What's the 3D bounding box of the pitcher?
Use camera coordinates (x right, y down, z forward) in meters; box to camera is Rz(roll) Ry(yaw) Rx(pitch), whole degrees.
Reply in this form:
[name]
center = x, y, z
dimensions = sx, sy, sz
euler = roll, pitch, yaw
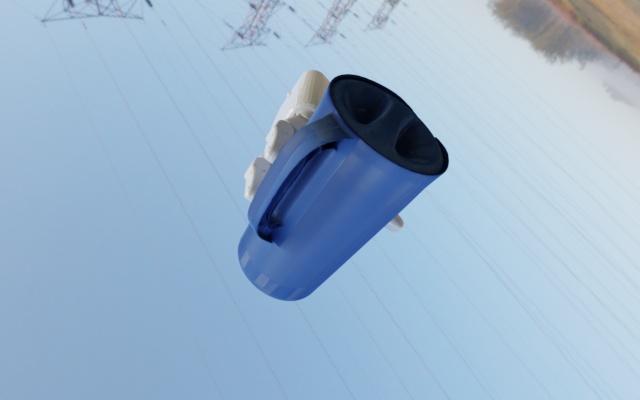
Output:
[pitcher]
center = 0.000, 0.002, 0.496
dimensions = 0.149, 0.243, 0.145
euler = 27, 36, -15
